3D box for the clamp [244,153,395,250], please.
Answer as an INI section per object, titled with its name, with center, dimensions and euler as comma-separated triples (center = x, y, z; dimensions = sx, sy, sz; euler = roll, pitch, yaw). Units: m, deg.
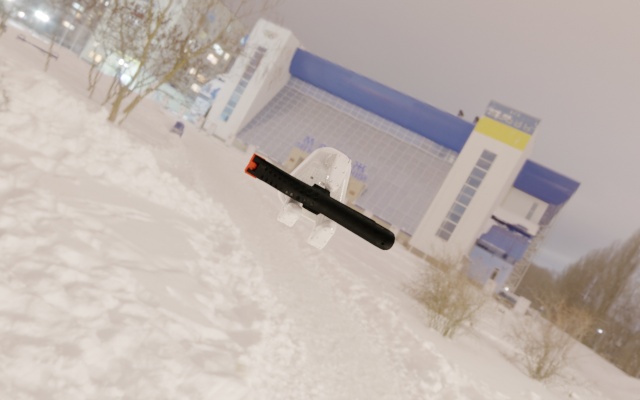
[clamp]
center = 0.000, 0.001, 0.619
dimensions = 0.210, 0.036, 0.164
euler = 29, 1, -10
